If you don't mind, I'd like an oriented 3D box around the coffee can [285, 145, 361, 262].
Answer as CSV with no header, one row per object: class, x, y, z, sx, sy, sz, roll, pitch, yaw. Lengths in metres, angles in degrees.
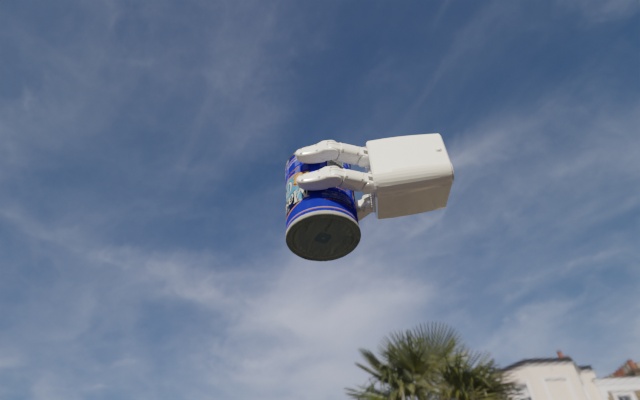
coffee can,0.000,0.002,0.694,0.103,0.140,0.103,-2,-44,-2
